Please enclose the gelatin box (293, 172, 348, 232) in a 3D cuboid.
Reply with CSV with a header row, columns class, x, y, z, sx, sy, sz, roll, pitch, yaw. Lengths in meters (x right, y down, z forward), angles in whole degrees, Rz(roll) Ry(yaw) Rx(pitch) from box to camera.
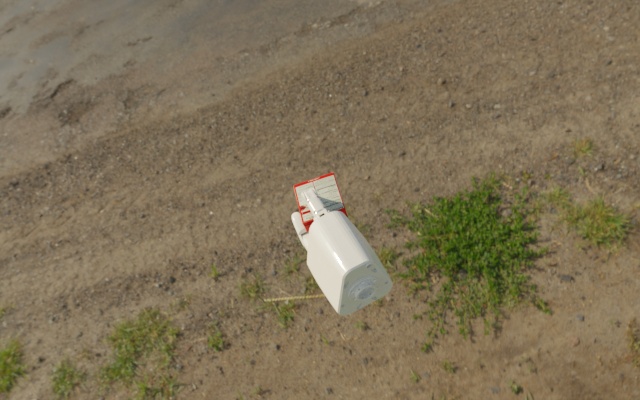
class,x,y,z,sx,sy,sz,roll,pitch,yaw
gelatin box,0.000,0.002,0.792,0.073,0.089,0.030,-19,-40,3
